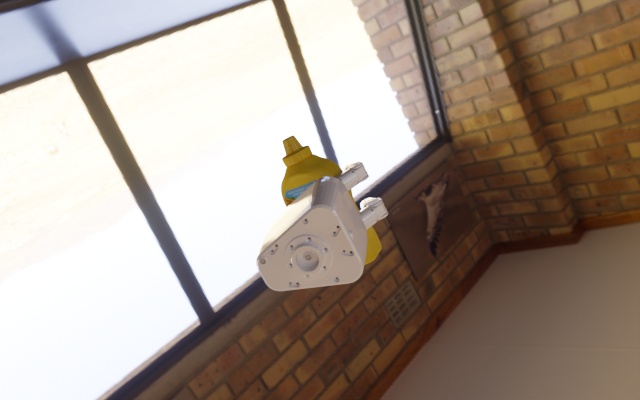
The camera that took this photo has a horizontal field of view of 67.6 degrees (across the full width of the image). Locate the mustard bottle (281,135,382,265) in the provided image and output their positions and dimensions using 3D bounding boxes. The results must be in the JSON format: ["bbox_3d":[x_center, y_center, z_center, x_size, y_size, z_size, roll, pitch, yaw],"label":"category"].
[{"bbox_3d":[0.000,0.002,0.637,0.096,0.192,0.058,-18,16,36],"label":"mustard bottle"}]
